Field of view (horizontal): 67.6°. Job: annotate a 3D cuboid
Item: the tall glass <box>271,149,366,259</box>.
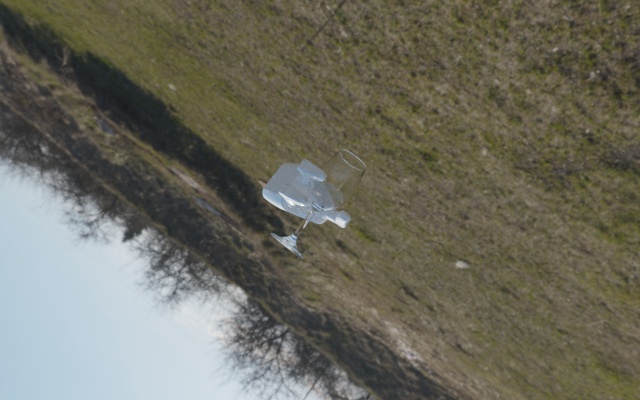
[{"bbox_3d":[0.000,0.003,0.862,0.079,0.201,0.079,36,-10,8],"label":"tall glass"}]
